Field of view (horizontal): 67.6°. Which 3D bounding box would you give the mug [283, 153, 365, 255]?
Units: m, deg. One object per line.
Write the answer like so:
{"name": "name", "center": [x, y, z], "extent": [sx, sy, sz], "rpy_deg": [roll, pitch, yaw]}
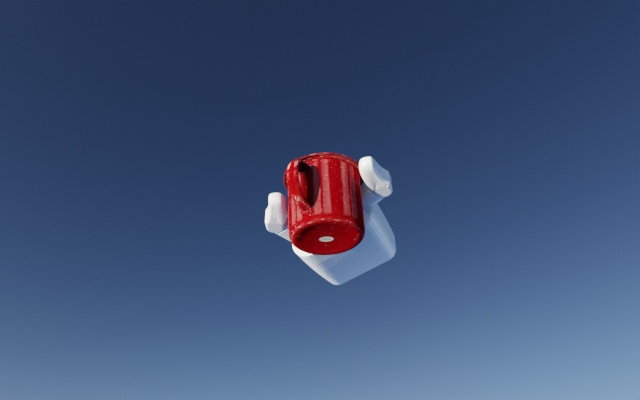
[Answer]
{"name": "mug", "center": [-0.001, 0.001, 0.517], "extent": [0.093, 0.081, 0.117], "rpy_deg": [-18, -37, 21]}
